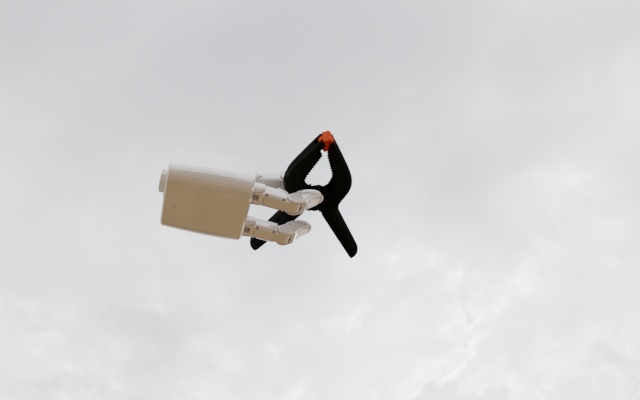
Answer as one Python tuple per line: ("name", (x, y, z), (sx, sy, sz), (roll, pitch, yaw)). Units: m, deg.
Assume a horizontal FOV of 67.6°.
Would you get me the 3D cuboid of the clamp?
("clamp", (0.000, 0.001, 0.680), (0.164, 0.210, 0.036), (11, 34, -14))
